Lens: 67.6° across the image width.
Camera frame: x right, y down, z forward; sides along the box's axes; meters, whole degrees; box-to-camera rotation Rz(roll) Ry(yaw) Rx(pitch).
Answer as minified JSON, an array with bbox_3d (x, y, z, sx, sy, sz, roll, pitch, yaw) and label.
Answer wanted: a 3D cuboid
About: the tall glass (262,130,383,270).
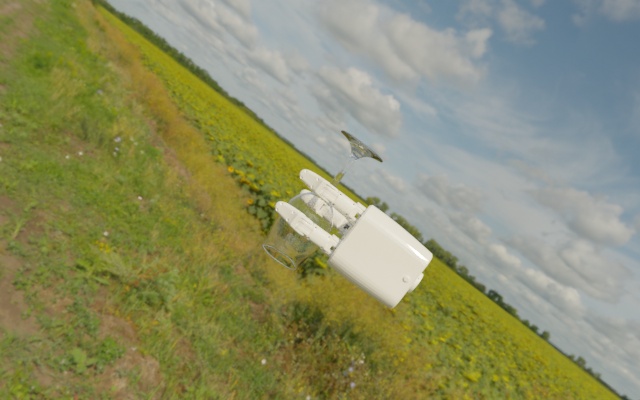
[{"bbox_3d":[0.000,0.002,0.683,0.079,0.201,0.079,37,3,-2],"label":"tall glass"}]
